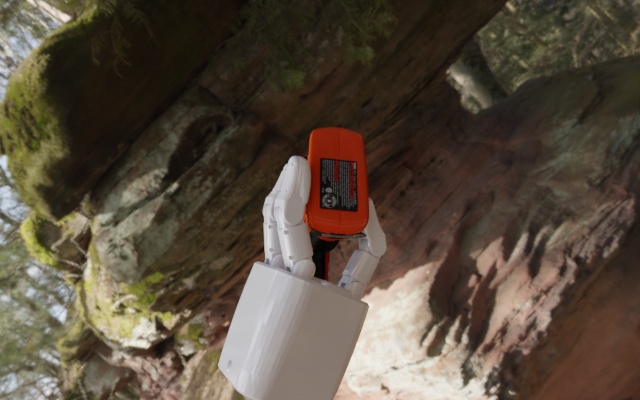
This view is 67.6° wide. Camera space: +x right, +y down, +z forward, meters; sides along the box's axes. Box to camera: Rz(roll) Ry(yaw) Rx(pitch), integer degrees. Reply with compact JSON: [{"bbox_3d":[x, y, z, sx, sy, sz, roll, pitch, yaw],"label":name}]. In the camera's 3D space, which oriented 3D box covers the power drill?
[{"bbox_3d":[0.000,0.002,0.516,0.057,0.184,0.188,2,-24,-9],"label":"power drill"}]
